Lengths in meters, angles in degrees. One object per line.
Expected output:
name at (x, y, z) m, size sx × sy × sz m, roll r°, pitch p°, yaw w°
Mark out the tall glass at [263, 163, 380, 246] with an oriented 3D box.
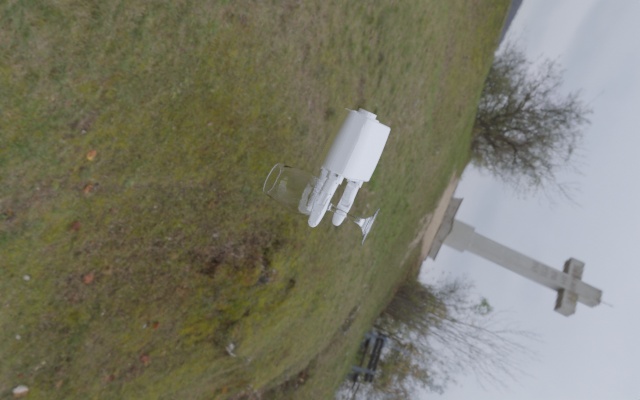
tall glass at (0.001, 0.003, 0.853) m, size 0.201 × 0.079 × 0.079 m, roll 26°, pitch 4°, yaw 8°
